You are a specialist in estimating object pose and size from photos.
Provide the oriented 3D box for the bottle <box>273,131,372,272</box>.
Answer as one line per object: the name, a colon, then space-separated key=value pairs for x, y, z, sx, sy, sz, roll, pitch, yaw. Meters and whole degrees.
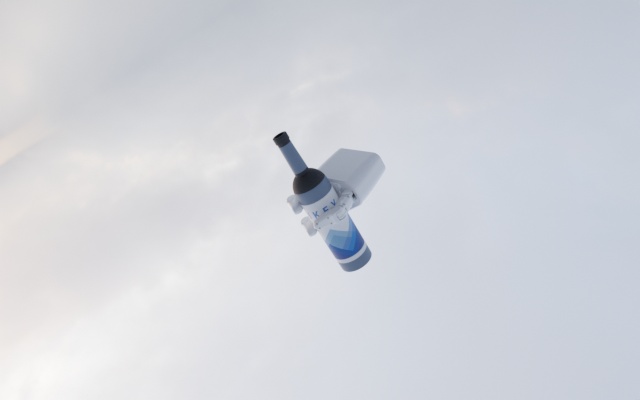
bottle: x=0.000 y=0.003 z=0.877 sx=0.069 sy=0.296 sz=0.069 roll=-26 pitch=24 yaw=13
